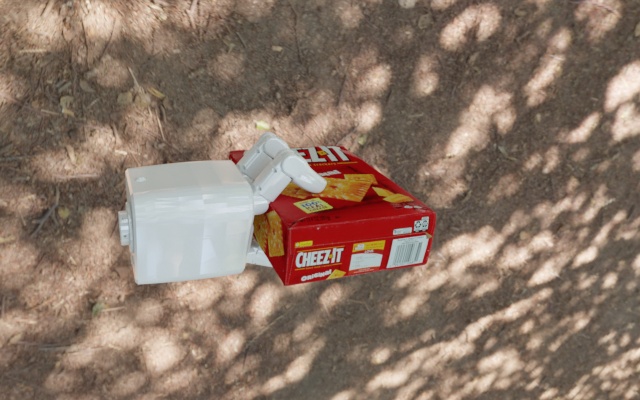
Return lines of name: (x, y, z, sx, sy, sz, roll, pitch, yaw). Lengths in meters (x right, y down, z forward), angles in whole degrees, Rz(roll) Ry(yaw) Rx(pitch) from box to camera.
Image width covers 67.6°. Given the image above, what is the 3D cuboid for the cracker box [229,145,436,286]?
cracker box: (0.000, 0.002, 0.541, 0.164, 0.072, 0.213, -5, 27, -24)
